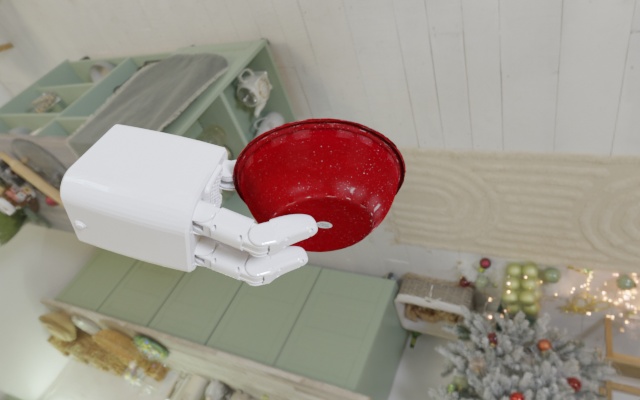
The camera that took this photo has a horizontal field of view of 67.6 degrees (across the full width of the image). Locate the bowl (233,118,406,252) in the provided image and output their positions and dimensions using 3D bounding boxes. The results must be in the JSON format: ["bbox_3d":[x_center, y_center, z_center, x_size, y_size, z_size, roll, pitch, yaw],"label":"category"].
[{"bbox_3d":[0.001,0.002,0.435,0.162,0.055,0.162,-2,-36,-2],"label":"bowl"}]
